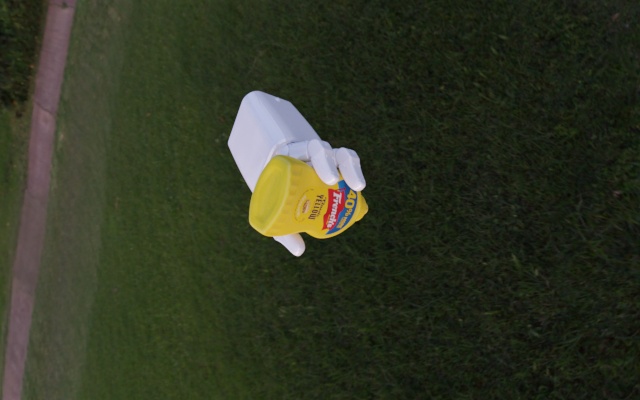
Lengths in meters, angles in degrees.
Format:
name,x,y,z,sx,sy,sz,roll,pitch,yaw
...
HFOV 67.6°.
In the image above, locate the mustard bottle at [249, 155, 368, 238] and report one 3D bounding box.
name,x,y,z,sx,sy,sz,roll,pitch,yaw
mustard bottle,0.000,0.002,0.625,0.058,0.096,0.191,29,13,39
